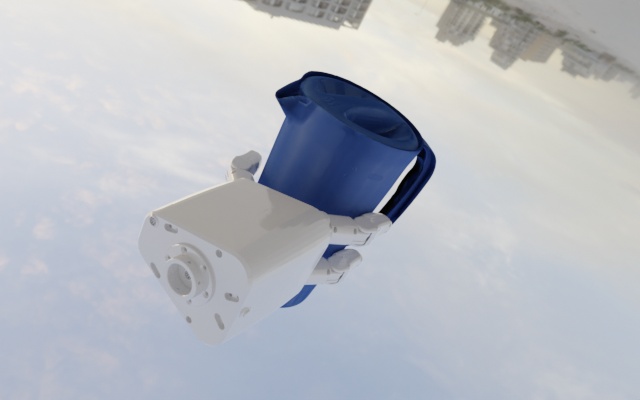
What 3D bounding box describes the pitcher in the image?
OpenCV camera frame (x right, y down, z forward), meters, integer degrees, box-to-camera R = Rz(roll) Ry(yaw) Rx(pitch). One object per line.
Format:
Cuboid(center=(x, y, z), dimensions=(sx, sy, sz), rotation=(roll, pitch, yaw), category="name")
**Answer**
Cuboid(center=(0.000, 0.002, 0.511), dimensions=(0.149, 0.243, 0.145), rotation=(39, 30, 14), category="pitcher")
